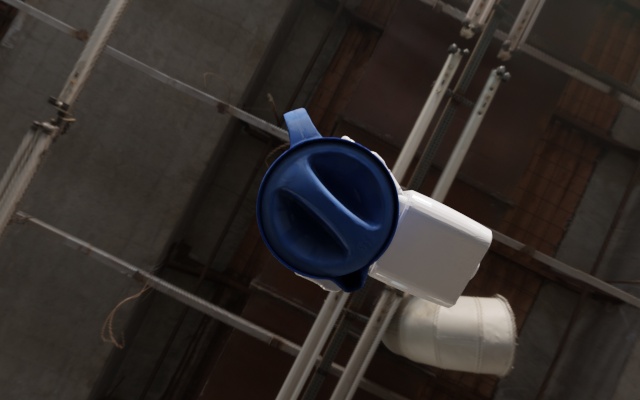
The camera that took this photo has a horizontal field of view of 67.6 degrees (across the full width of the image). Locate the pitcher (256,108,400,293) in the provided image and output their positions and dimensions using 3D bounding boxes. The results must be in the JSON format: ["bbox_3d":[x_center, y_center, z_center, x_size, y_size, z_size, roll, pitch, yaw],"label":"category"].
[{"bbox_3d":[0.000,0.002,0.555,0.145,0.149,0.243,25,-3,-1],"label":"pitcher"}]
